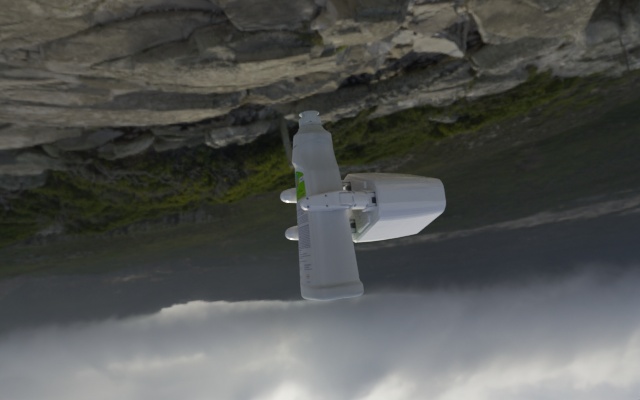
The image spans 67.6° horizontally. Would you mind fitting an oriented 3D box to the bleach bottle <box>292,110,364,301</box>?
[{"bbox_3d":[0.000,0.002,0.637,0.068,0.251,0.102,-3,-8,-20],"label":"bleach bottle"}]
